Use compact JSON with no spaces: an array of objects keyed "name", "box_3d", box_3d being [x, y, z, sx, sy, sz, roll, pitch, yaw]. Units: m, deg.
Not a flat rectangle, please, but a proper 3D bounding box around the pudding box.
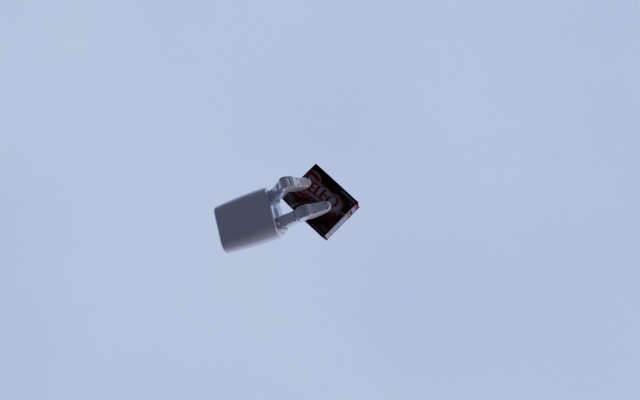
[{"name":"pudding box","box_3d":[0.000,0.003,0.857,0.113,0.090,0.039,43,-5,18]}]
